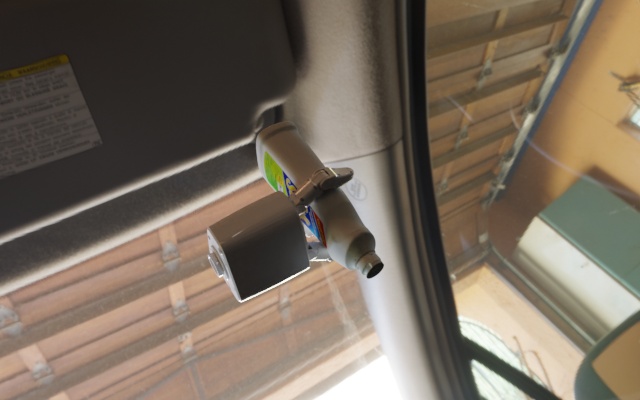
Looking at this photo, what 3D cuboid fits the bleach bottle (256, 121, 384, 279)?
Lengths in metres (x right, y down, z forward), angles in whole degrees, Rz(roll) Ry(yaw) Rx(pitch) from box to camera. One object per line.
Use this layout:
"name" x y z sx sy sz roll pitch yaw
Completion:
"bleach bottle" 0.000 0.002 0.655 0.068 0.103 0.250 -25 54 -22
